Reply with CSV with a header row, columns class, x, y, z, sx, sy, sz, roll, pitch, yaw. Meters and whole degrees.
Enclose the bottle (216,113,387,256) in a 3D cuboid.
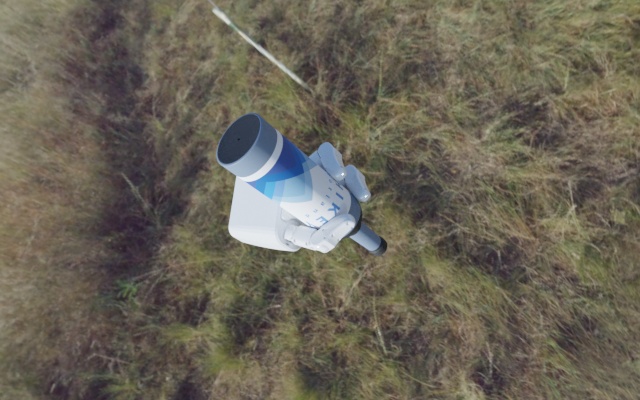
class,x,y,z,sx,sy,sz,roll,pitch,yaw
bottle,0.000,0.002,0.601,0.069,0.069,0.296,0,-27,41
